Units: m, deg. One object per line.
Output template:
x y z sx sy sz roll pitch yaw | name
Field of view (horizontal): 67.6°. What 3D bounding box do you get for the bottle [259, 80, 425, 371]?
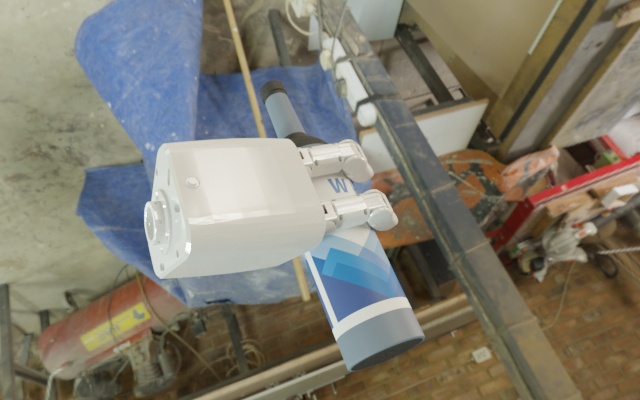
0.000 0.002 0.443 0.069 0.295 0.069 -18 -27 -10 | bottle
